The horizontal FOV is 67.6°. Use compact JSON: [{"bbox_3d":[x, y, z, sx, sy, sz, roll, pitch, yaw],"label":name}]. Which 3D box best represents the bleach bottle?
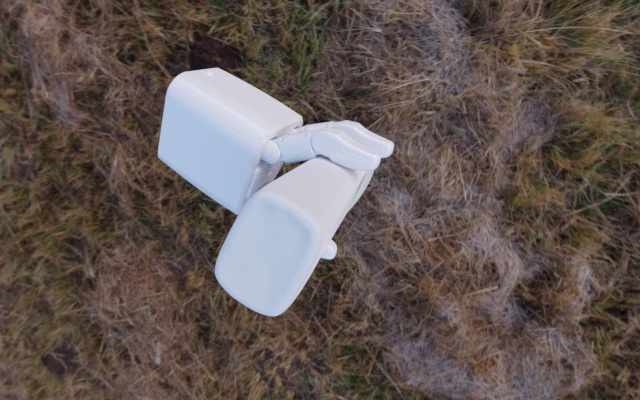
[{"bbox_3d":[0.000,0.001,0.455,0.068,0.103,0.250,33,25,6],"label":"bleach bottle"}]
